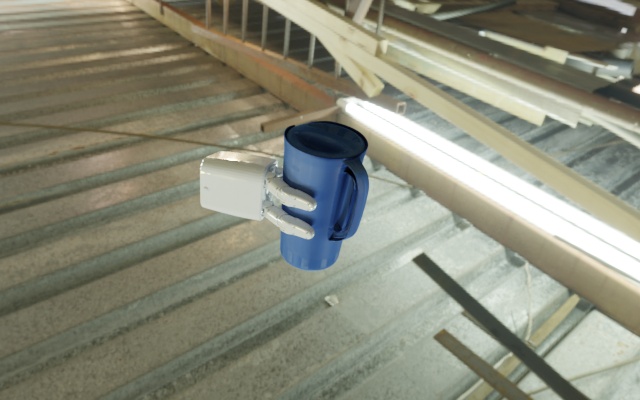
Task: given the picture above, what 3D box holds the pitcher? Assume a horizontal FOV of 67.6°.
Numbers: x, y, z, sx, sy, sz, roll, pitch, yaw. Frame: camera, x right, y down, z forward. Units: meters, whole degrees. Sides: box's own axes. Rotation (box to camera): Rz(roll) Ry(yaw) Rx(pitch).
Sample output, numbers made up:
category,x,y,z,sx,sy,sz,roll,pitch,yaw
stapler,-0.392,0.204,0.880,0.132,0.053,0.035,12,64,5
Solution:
category,x,y,z,sx,sy,sz,roll,pitch,yaw
pitcher,0.000,0.003,0.798,0.145,0.243,0.149,11,33,4
